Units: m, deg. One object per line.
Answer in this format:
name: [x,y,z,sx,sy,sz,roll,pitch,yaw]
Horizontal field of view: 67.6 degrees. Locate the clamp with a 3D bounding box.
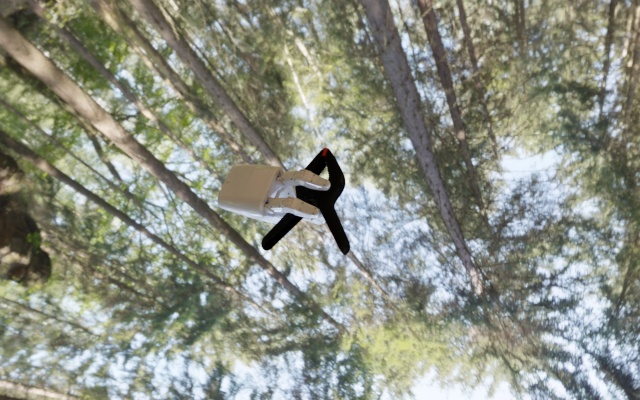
clamp: [0.000,0.003,0.828,0.164,0.210,0.036,8,-26,30]
